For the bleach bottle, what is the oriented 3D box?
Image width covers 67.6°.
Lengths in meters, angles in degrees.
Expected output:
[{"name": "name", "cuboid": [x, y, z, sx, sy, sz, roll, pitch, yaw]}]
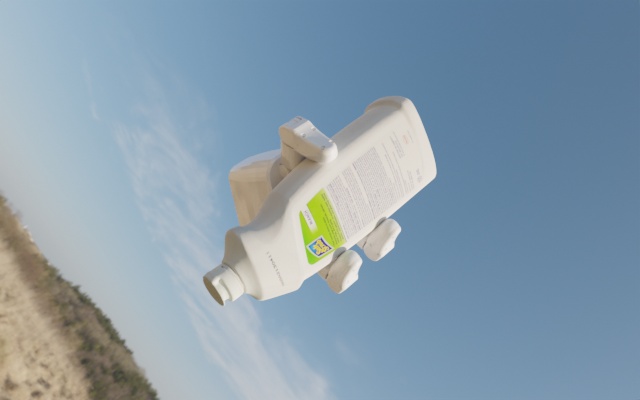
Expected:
[{"name": "bleach bottle", "cuboid": [0.000, 0.002, 0.438, 0.250, 0.102, 0.068, -36, 21, -29]}]
